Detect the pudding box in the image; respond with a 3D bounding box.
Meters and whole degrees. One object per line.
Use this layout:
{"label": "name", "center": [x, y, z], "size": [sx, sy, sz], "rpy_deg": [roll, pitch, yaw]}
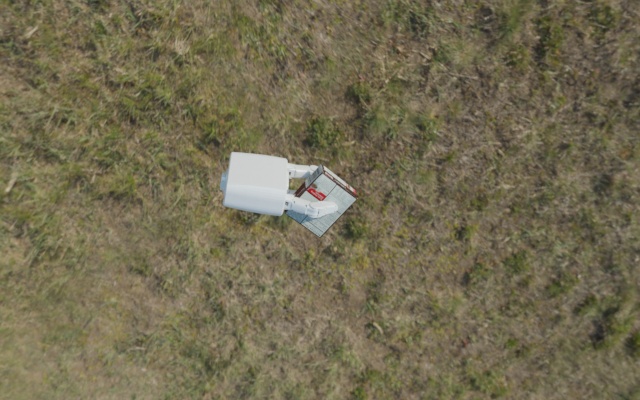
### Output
{"label": "pudding box", "center": [0.000, 0.003, 0.892], "size": [0.090, 0.113, 0.039], "rpy_deg": [36, 21, -21]}
